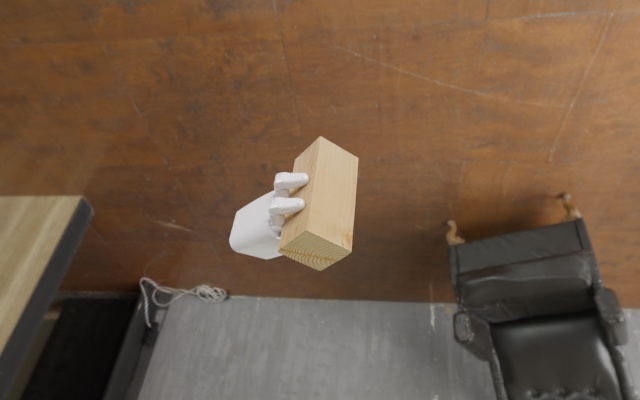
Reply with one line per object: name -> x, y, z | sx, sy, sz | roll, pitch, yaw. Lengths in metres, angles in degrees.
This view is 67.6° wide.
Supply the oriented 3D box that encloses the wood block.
wood block -> 0.000, 0.003, 0.833 | 0.091, 0.206, 0.090 | 28, -42, -24
